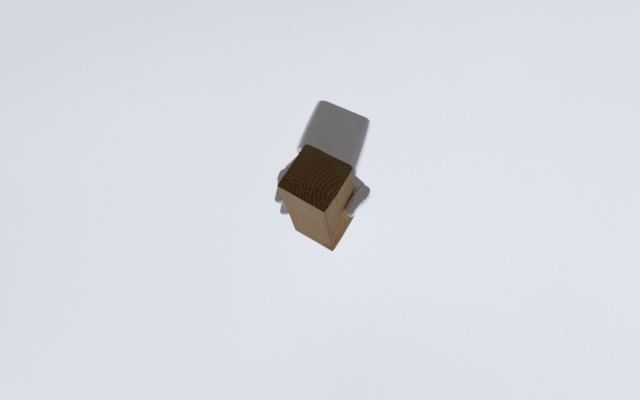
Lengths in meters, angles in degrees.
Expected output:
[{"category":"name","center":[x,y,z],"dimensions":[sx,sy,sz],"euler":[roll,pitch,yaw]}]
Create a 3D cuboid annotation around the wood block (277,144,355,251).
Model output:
[{"category":"wood block","center":[0.001,0.003,0.833],"dimensions":[0.091,0.090,0.206],"euler":[28,-17,16]}]
